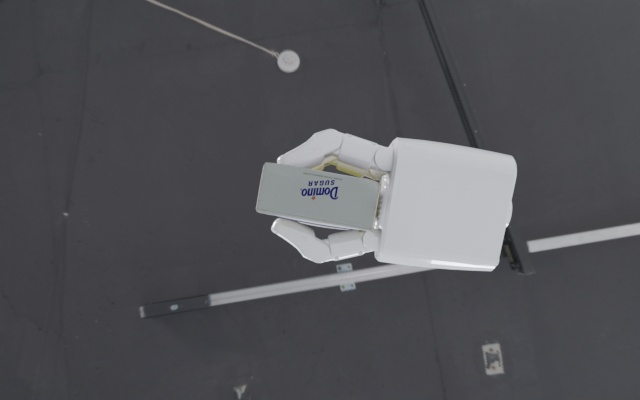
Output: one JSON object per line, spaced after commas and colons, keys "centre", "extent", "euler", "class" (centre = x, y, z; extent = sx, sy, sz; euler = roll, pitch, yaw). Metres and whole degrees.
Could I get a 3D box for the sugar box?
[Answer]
{"centre": [0.000, 0.001, 0.448], "extent": [0.093, 0.048, 0.176], "euler": [10, -5, 1], "class": "sugar box"}
